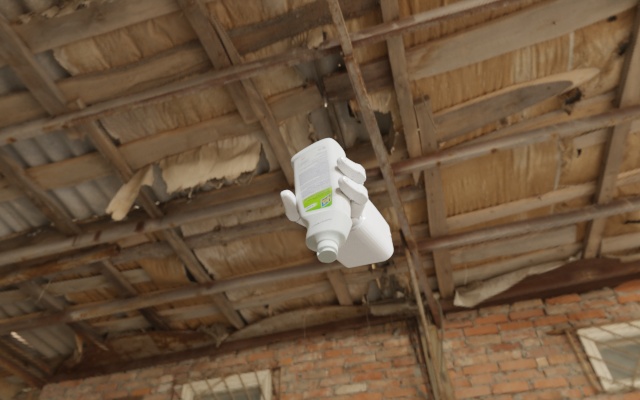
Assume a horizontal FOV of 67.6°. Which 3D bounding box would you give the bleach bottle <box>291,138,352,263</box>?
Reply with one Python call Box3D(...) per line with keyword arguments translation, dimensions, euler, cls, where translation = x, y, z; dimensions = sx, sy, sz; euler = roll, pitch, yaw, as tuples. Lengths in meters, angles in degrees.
Box3D(translation=(0.000, 0.002, 0.793), dimensions=(0.102, 0.250, 0.068), euler=(-29, -53, 22), cls="bleach bottle")
